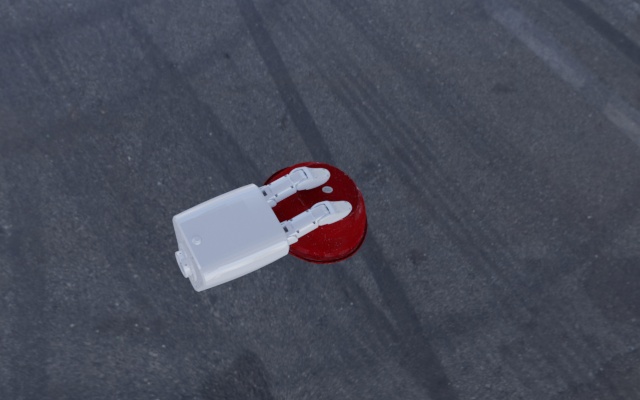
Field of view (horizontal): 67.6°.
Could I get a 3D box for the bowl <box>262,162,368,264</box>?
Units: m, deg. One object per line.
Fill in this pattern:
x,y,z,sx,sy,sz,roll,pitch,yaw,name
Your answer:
0.001,0.001,0.648,0.162,0.162,0.055,0,-34,-24,bowl
